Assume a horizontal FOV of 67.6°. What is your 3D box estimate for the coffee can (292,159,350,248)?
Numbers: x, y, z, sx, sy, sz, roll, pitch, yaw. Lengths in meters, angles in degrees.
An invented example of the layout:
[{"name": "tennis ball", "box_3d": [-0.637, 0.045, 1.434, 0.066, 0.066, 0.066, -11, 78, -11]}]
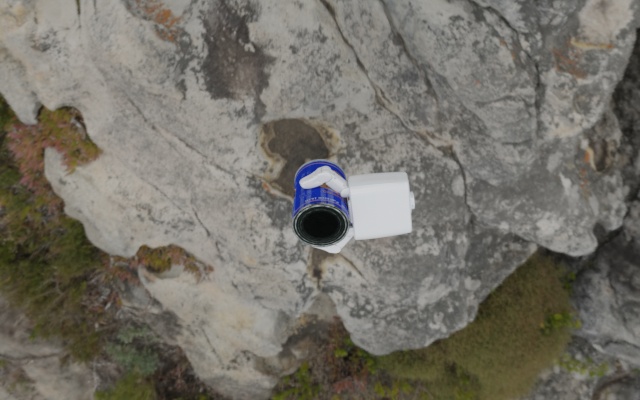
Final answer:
[{"name": "coffee can", "box_3d": [0.000, 0.003, 0.892, 0.103, 0.103, 0.140, 0, 38, 0]}]
